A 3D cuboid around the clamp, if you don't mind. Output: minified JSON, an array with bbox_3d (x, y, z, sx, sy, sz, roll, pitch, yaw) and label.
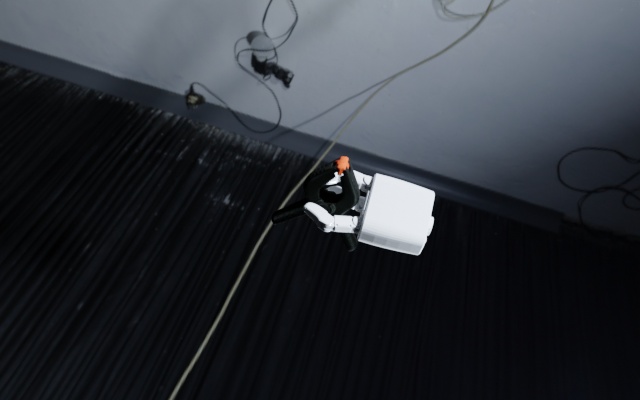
[{"bbox_3d":[0.000,0.003,0.811,0.164,0.036,0.210,15,-41,2],"label":"clamp"}]
